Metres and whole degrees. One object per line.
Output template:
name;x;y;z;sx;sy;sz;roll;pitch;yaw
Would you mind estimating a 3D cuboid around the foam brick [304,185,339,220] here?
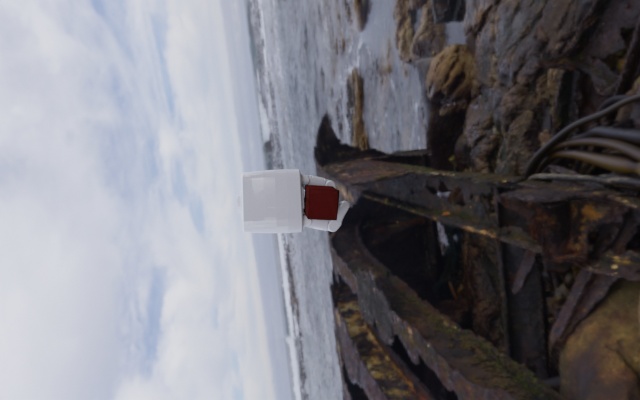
foam brick;0.000;0.003;0.826;0.051;0.053;0.078;3;6;-7
